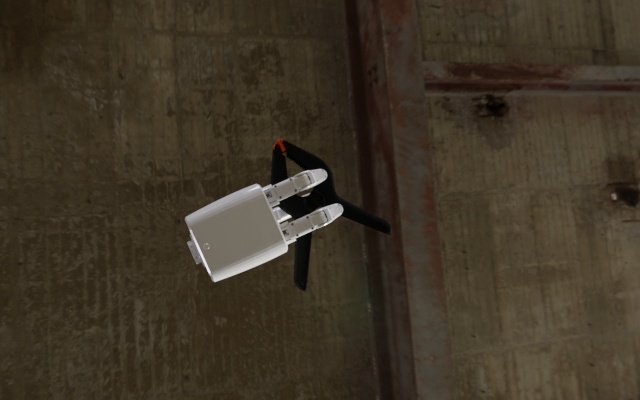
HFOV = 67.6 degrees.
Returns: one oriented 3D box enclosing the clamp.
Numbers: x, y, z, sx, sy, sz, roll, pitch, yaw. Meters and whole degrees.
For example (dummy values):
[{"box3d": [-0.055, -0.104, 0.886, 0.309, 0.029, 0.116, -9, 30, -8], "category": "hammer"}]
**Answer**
[{"box3d": [-0.001, 0.002, 0.693, 0.164, 0.210, 0.036, -24, 1, -14], "category": "clamp"}]
